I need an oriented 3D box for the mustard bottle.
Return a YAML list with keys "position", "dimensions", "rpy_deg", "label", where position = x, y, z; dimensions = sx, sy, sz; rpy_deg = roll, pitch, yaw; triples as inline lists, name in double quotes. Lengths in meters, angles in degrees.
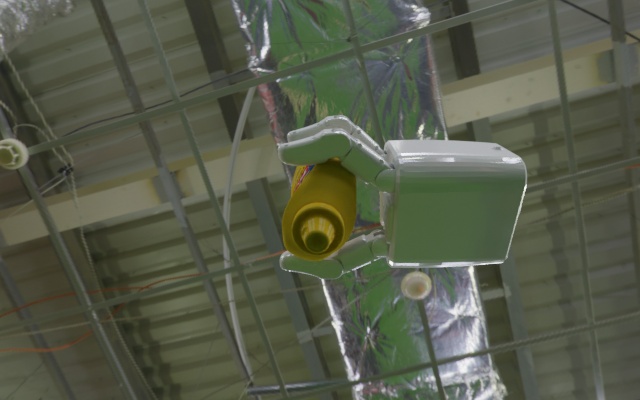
- position: [0.000, 0.001, 0.436]
  dimensions: [0.058, 0.096, 0.191]
  rpy_deg: [23, 17, -7]
  label: "mustard bottle"
